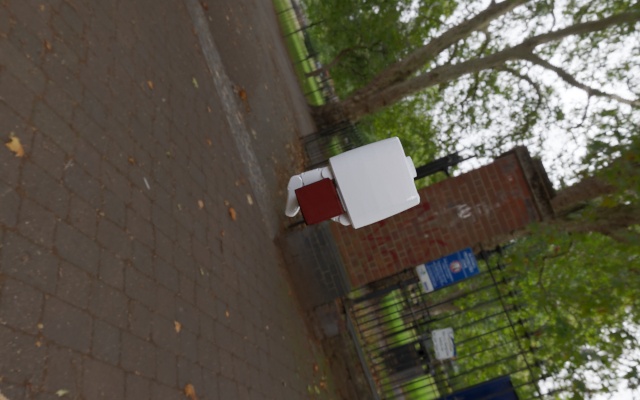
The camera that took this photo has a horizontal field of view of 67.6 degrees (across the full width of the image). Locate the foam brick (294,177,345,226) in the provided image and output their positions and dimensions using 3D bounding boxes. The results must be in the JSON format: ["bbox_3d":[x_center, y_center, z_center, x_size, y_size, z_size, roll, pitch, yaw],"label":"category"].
[{"bbox_3d":[0.000,0.002,0.667,0.051,0.053,0.078,-20,-3,5],"label":"foam brick"}]
